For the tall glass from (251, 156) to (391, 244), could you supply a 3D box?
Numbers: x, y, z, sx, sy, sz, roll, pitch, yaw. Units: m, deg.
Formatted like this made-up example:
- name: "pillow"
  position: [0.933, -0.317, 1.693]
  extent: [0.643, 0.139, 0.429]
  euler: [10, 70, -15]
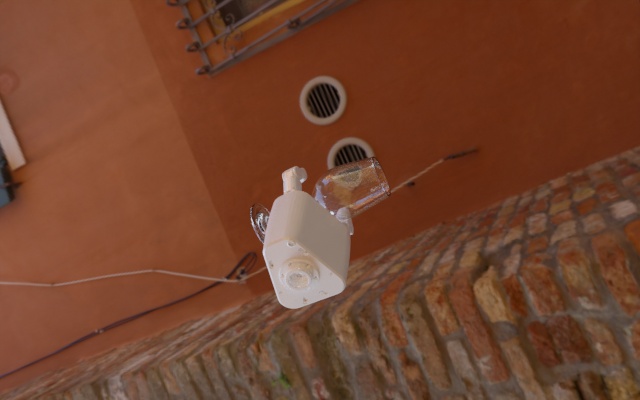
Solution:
- name: "tall glass"
  position: [-0.001, 0.002, 0.709]
  extent: [0.201, 0.079, 0.079]
  euler: [-23, -7, 17]
